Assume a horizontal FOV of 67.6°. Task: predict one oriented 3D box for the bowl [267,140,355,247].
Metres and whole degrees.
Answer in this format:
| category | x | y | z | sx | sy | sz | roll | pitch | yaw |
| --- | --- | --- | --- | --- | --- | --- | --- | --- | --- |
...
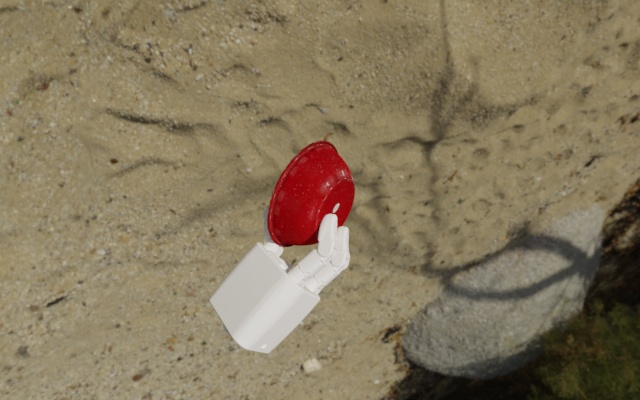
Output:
| category | x | y | z | sx | sy | sz | roll | pitch | yaw |
| --- | --- | --- | --- | --- | --- | --- | --- | --- | --- |
| bowl | 0.001 | 0.001 | 0.658 | 0.055 | 0.162 | 0.162 | 26 | 13 | 27 |
